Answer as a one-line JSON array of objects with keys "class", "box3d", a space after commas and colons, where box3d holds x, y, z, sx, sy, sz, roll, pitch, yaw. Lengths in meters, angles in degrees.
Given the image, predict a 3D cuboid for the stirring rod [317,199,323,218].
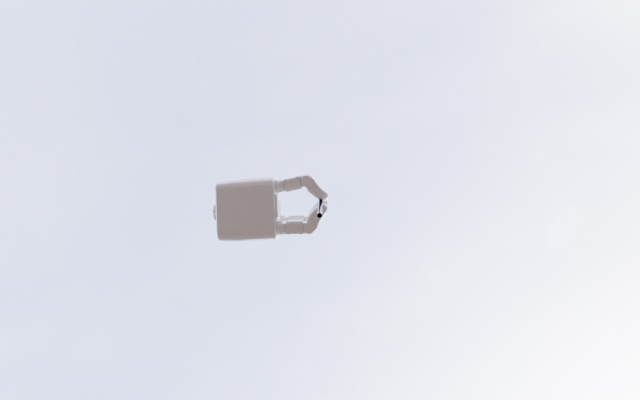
[{"class": "stirring rod", "box3d": [0.000, 0.003, 0.840, 0.011, 0.011, 0.239, 0, 10, 1]}]
